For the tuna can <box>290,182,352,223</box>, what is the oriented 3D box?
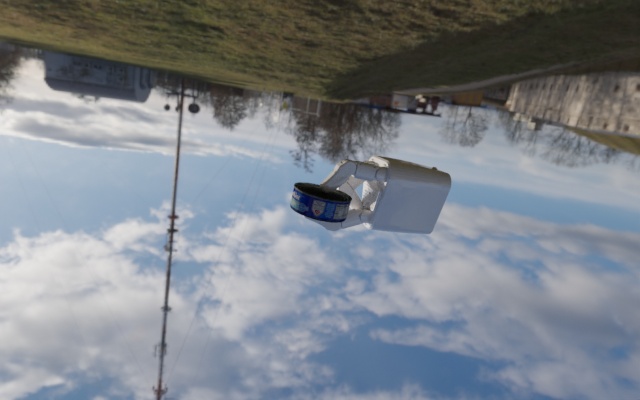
[{"bbox_3d":[0.000,0.003,0.687,0.086,0.034,0.086,14,13,-3],"label":"tuna can"}]
